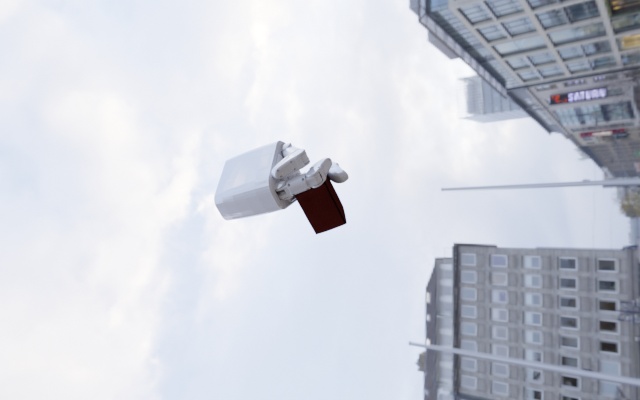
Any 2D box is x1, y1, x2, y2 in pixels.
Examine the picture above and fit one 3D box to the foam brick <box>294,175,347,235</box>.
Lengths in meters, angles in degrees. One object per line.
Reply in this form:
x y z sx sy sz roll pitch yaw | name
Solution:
0.000 0.003 0.732 0.051 0.078 0.053 -23 26 9 | foam brick
